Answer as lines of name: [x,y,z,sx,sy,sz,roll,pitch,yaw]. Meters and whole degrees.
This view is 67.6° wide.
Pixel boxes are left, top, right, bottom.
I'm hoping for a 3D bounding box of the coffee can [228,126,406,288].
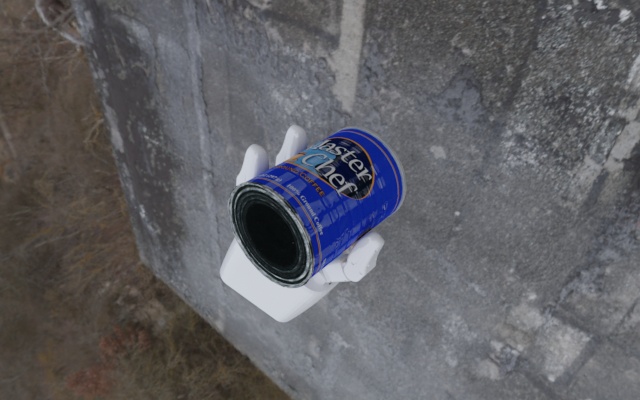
coffee can: [0.000,0.001,0.449,0.103,0.103,0.140,0,25,46]
